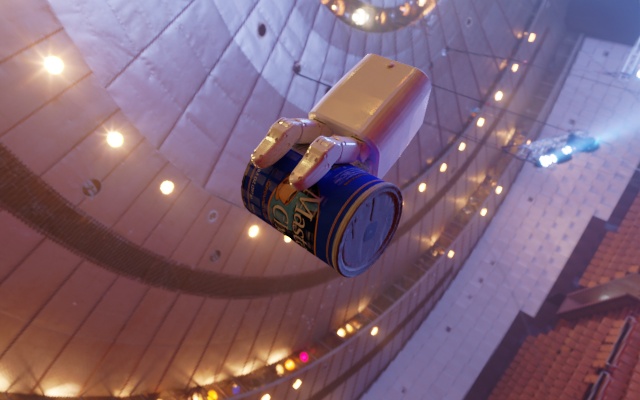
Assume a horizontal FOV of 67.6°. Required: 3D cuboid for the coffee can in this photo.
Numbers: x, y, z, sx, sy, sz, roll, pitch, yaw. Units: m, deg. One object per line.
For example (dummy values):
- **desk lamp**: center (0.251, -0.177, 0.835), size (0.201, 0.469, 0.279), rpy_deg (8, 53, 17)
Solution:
- **coffee can**: center (0.000, 0.002, 0.504), size (0.140, 0.103, 0.103), rpy_deg (31, 18, 33)
